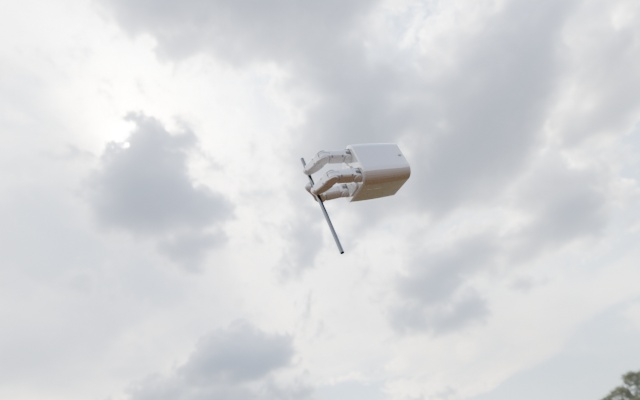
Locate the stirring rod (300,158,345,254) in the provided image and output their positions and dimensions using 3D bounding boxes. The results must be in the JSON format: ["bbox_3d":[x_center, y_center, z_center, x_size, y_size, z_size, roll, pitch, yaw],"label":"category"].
[{"bbox_3d":[0.000,0.003,0.894,0.011,0.239,0.011,-14,-39,-12],"label":"stirring rod"}]
